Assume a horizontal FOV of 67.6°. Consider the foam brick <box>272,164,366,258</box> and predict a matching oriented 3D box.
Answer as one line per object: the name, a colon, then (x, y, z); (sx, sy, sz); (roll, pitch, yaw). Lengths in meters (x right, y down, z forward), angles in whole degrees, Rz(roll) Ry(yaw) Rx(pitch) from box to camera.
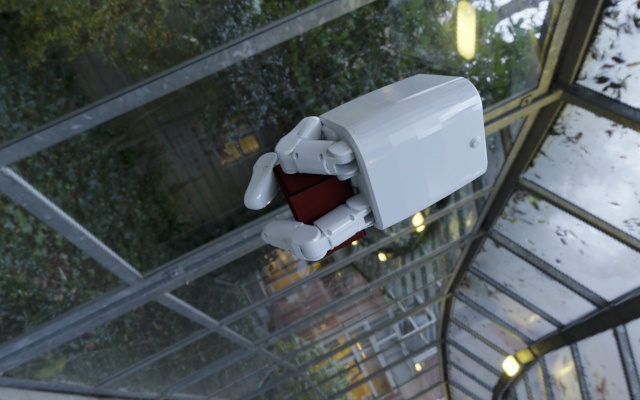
foam brick: (0.000, 0.002, 0.418); (0.051, 0.078, 0.053); (-26, 39, -6)
